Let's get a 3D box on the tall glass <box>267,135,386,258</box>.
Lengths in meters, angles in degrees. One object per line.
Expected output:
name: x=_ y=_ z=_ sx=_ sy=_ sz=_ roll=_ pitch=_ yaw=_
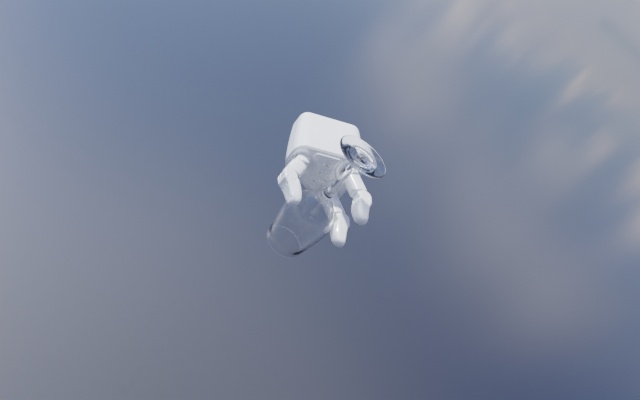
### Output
tall glass: x=0.000 y=0.002 z=0.678 sx=0.079 sy=0.079 sz=0.201 roll=0 pitch=-38 yaw=-45
